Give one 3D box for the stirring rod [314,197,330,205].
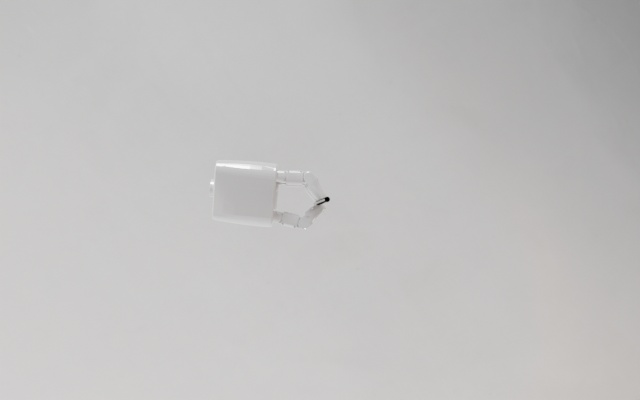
[{"bbox_3d":[0.000,0.003,0.805,0.011,0.011,0.239,0,-2,-5],"label":"stirring rod"}]
